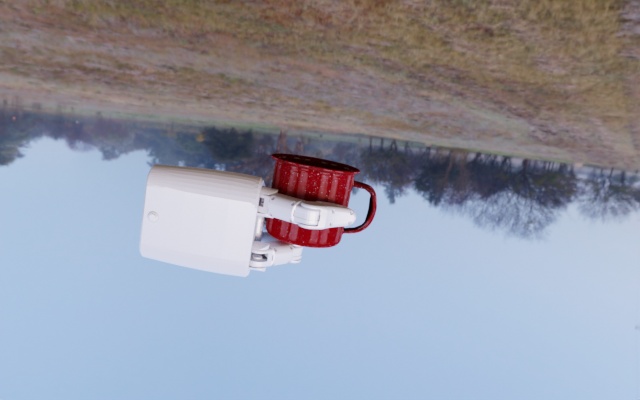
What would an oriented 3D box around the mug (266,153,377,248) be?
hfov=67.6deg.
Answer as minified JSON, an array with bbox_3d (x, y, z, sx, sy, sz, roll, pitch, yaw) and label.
[{"bbox_3d":[0.001,0.002,0.498,0.117,0.081,0.093,10,10,-2],"label":"mug"}]
